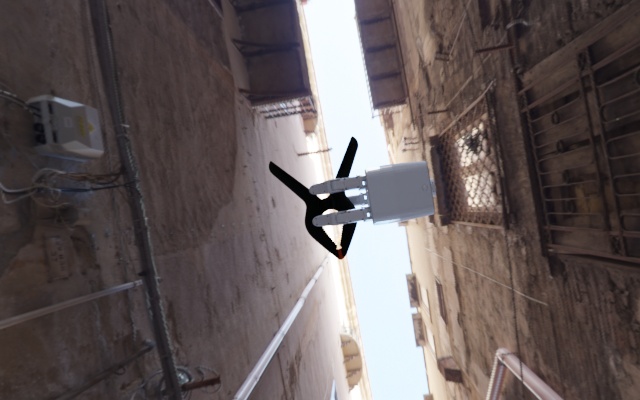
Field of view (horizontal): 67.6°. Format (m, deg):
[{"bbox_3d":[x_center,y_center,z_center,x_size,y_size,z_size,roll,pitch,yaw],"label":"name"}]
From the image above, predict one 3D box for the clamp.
[{"bbox_3d":[0.001,0.003,0.844,0.164,0.210,0.036,-9,-2,9],"label":"clamp"}]
